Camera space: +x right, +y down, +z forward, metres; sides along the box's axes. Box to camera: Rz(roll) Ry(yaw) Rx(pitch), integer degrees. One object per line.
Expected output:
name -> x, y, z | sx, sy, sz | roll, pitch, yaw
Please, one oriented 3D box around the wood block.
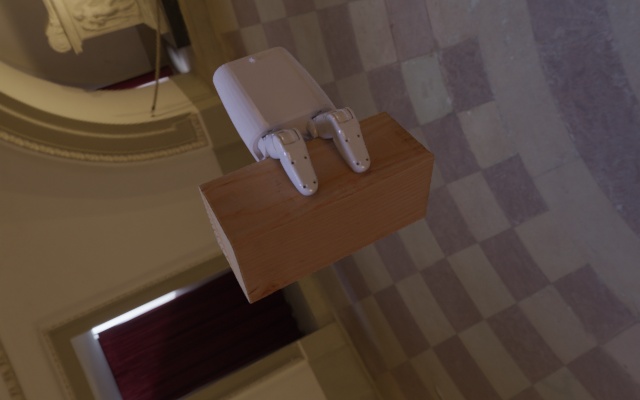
wood block -> 0.000, 0.002, 0.476 | 0.206, 0.091, 0.090 | -24, 50, -17
